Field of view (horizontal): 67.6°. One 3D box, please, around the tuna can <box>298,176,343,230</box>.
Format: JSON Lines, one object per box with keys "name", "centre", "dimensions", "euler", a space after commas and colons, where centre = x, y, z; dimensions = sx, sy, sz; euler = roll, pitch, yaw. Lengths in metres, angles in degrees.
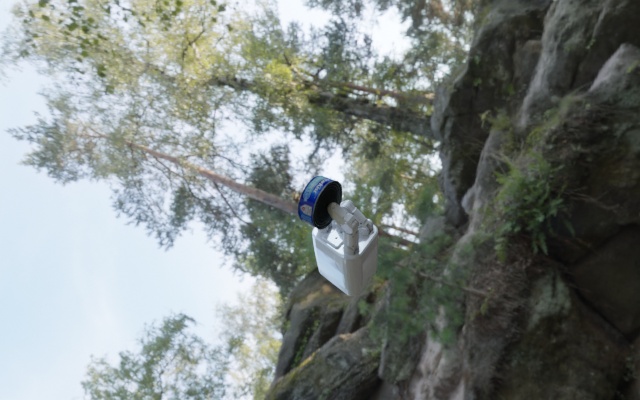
{"name": "tuna can", "centre": [0.000, 0.002, 0.792], "dimensions": [0.033, 0.086, 0.086], "euler": [22, 11, 28]}
